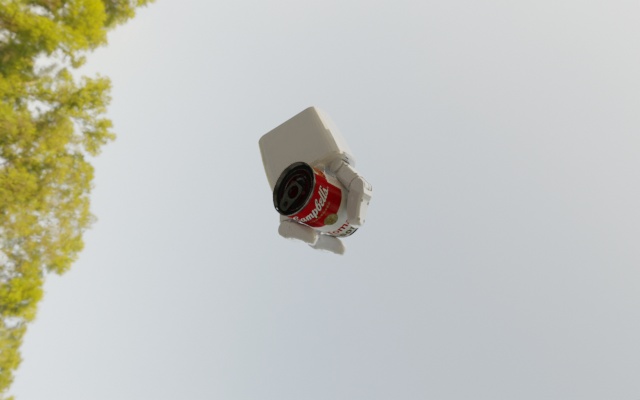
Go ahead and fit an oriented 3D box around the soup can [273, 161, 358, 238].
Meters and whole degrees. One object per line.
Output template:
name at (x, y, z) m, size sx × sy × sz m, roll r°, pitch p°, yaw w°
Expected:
soup can at (0.001, 0.002, 0.593) m, size 0.068 × 0.068 × 0.102 m, roll 0°, pitch -19°, yaw 44°
